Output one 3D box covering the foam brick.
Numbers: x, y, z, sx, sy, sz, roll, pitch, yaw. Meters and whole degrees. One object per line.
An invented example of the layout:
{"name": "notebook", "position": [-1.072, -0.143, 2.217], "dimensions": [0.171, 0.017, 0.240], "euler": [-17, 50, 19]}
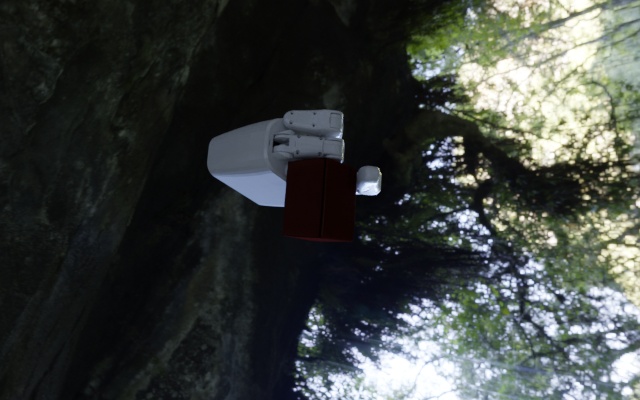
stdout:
{"name": "foam brick", "position": [0.000, 0.002, 0.477], "dimensions": [0.051, 0.078, 0.053], "euler": [-3, -12, 39]}
